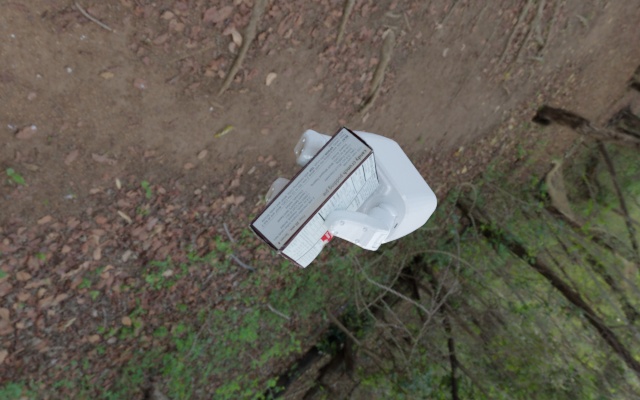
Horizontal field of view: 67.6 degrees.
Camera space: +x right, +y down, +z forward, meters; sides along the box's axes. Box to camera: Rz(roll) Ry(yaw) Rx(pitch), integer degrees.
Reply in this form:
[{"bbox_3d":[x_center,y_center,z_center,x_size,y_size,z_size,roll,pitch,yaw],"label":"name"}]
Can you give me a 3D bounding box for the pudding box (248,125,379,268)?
[{"bbox_3d":[0.000,0.001,0.408,0.039,0.113,0.090,39,-6,18],"label":"pudding box"}]
